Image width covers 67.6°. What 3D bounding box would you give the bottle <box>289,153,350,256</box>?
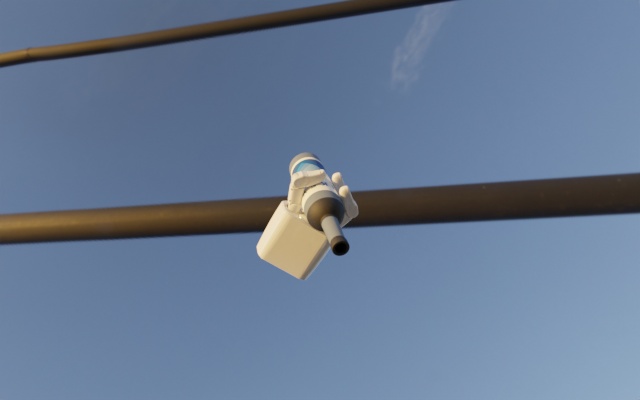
[{"bbox_3d":[0.000,0.003,0.837,0.069,0.069,0.295,0,28,-14],"label":"bottle"}]
